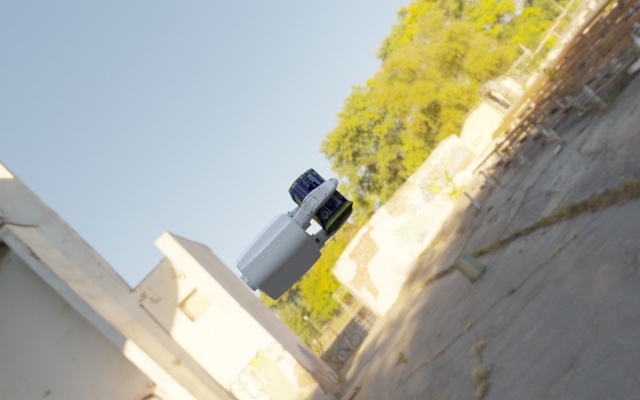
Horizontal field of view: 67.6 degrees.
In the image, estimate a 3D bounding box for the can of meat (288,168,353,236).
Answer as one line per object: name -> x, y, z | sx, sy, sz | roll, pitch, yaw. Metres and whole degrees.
can of meat -> 0.000, 0.002, 0.737 | 0.084, 0.057, 0.102 | 42, -7, 10
